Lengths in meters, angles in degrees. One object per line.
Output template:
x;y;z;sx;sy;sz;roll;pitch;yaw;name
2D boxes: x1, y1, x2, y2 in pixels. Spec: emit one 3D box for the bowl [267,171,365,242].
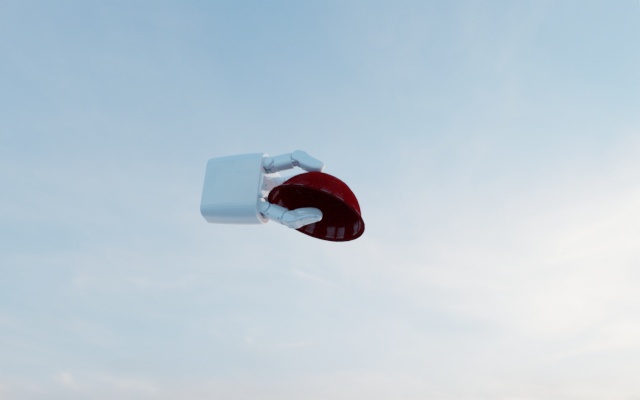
0.002;0.002;0.762;0.162;0.055;0.162;16;-30;10;bowl
